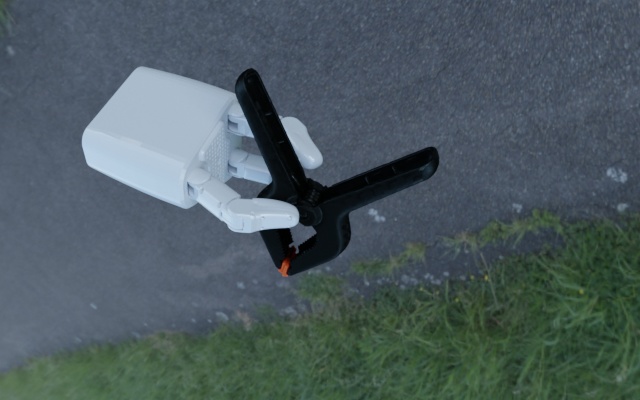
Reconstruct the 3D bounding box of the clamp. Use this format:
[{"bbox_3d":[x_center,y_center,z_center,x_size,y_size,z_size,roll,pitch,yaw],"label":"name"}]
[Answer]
[{"bbox_3d":[-0.001,0.002,0.418,0.164,0.210,0.036,20,45,9],"label":"clamp"}]
